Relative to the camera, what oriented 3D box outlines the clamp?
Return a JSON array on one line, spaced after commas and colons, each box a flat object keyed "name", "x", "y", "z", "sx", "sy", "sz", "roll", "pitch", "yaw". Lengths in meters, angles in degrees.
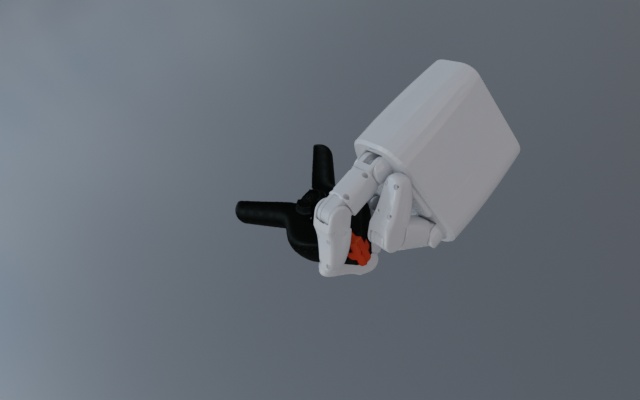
[{"name": "clamp", "x": 0.000, "y": 0.001, "z": 0.455, "sx": 0.171, "sy": 0.120, "sz": 0.039, "roll": 29, "pitch": -18, "yaw": 46}]
